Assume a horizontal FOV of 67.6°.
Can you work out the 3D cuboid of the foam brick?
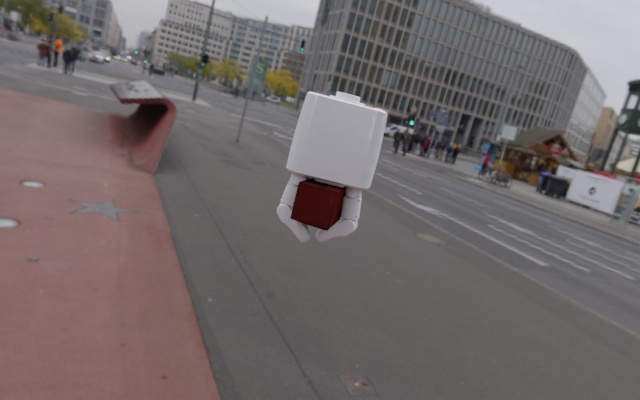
[{"bbox_3d":[0.000,0.002,0.632,0.053,0.051,0.078,17,11,11],"label":"foam brick"}]
